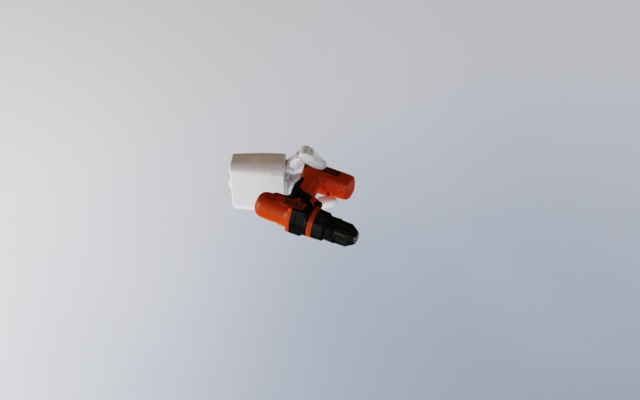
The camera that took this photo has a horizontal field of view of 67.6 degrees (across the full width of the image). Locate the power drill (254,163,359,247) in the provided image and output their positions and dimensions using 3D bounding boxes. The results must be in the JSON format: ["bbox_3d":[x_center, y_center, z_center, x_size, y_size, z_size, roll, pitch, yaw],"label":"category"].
[{"bbox_3d":[0.000,0.003,0.854,0.184,0.057,0.187,21,30,12],"label":"power drill"}]
